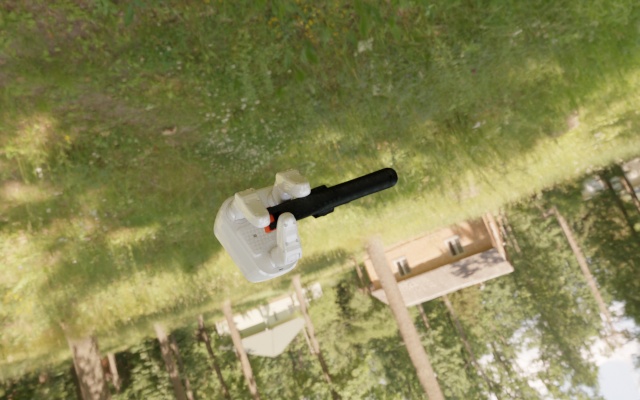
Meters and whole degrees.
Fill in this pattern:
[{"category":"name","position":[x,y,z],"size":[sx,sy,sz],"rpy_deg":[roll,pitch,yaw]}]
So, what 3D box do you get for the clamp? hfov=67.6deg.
[{"category":"clamp","position":[0.000,0.003,0.591],"size":[0.171,0.039,0.120],"rpy_deg":[-16,-9,-23]}]
